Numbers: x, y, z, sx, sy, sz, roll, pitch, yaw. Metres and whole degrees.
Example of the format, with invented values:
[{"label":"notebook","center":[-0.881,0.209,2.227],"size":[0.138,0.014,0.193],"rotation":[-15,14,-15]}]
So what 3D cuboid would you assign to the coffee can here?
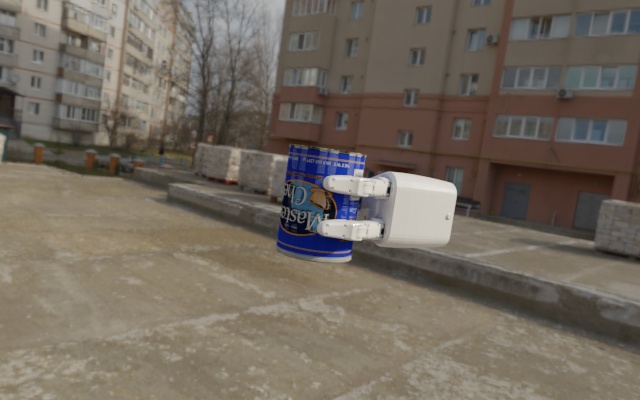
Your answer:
[{"label":"coffee can","center":[0.000,0.002,0.631],"size":[0.103,0.140,0.103],"rotation":[8,5,-1]}]
